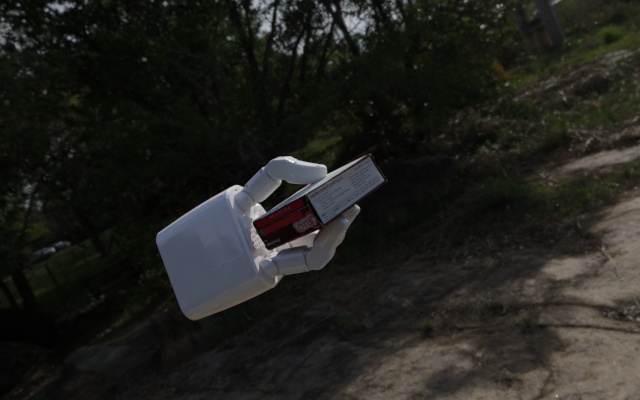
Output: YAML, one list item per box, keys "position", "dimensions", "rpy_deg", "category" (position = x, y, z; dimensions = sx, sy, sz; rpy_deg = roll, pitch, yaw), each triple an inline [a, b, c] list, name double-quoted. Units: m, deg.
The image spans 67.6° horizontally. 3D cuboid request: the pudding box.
- position: [0.000, 0.001, 0.478]
  dimensions: [0.090, 0.039, 0.113]
  rpy_deg: [-25, 8, 46]
  category: "pudding box"
